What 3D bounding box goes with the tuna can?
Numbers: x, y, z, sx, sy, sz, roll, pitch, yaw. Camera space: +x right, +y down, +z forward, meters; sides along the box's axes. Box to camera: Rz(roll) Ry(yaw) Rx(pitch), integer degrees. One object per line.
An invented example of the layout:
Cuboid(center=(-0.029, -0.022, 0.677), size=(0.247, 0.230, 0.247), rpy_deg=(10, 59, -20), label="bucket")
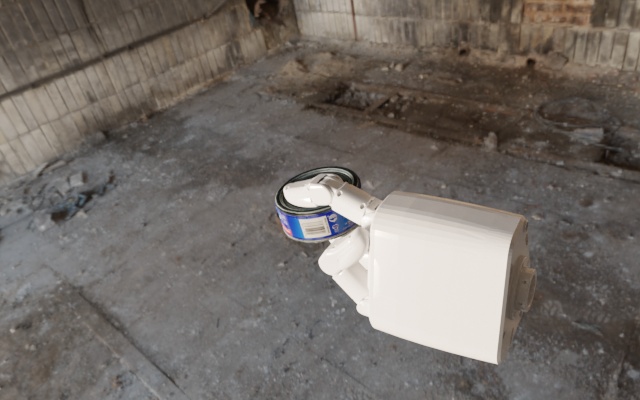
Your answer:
Cuboid(center=(0.000, 0.001, 0.462), size=(0.086, 0.034, 0.086), rpy_deg=(-12, 31, 8), label="tuna can")
